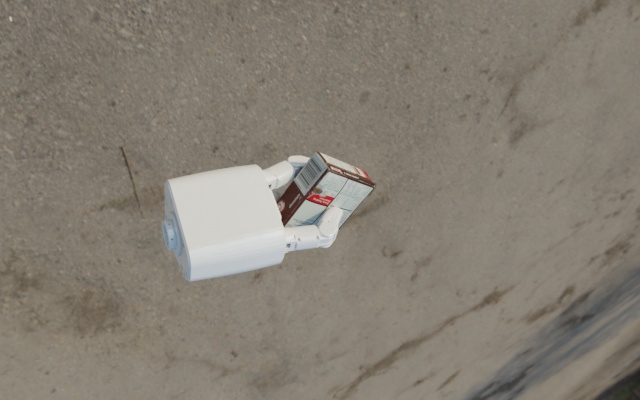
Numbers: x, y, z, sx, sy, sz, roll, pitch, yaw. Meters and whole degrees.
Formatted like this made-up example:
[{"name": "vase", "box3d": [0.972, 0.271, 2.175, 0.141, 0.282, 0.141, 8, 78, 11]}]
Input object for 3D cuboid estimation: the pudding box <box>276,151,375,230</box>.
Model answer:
[{"name": "pudding box", "box3d": [0.000, 0.002, 0.597, 0.090, 0.113, 0.039, 17, 32, -45]}]
